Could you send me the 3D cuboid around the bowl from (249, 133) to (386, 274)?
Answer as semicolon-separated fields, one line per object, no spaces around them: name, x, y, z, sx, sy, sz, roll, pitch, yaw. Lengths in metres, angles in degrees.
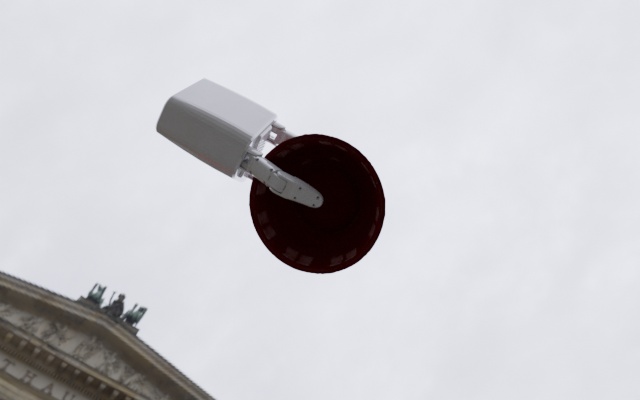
bowl;0.001;0.003;0.566;0.162;0.162;0.055;0;9;16
